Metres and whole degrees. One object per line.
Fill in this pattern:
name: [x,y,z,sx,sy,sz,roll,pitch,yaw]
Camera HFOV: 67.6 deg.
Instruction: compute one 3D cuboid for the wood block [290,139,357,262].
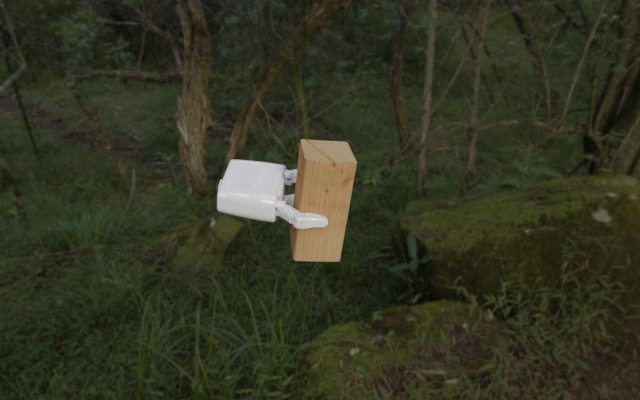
wood block: [0.000,0.003,0.875,0.090,0.206,0.090,2,30,-10]
